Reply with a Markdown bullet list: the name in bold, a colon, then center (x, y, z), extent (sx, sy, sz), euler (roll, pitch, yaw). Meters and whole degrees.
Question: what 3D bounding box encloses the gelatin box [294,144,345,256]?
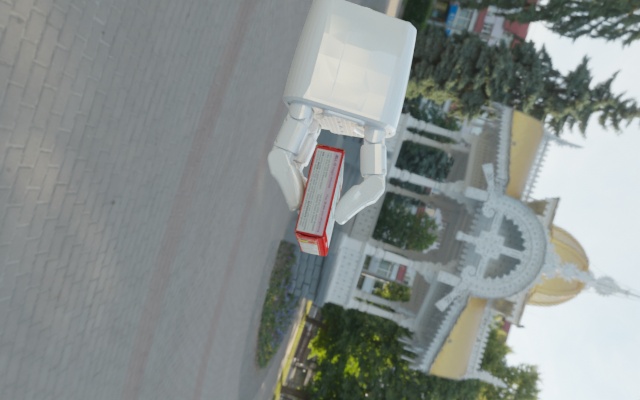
- **gelatin box**: center (0.000, 0.002, 0.456), extent (0.030, 0.089, 0.073), euler (11, -17, 5)
